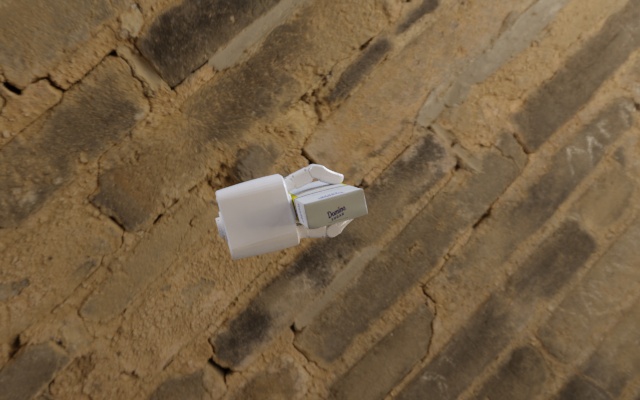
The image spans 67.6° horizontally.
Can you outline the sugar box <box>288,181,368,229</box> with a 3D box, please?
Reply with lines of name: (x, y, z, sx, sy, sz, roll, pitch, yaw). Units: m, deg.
sugar box: (0.000, 0.003, 0.759, 0.093, 0.048, 0.176, -15, 13, -12)
